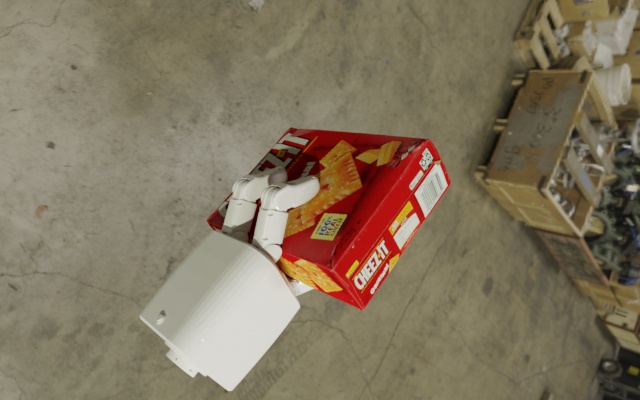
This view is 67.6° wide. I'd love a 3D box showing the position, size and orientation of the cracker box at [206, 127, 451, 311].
[{"bbox_3d":[0.000,0.002,0.504,0.213,0.164,0.072,14,-33,46],"label":"cracker box"}]
